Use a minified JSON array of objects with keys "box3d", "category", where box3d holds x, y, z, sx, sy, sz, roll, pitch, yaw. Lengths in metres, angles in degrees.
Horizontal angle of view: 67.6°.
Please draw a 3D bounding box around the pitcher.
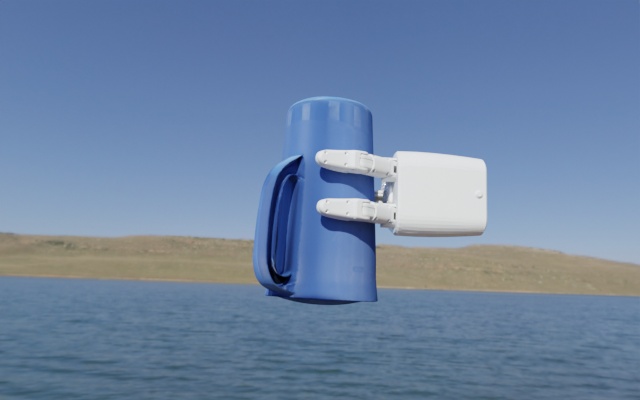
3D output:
[{"box3d":[0.000,0.002,0.576,0.145,0.242,0.149,3,-10,-4],"category":"pitcher"}]
